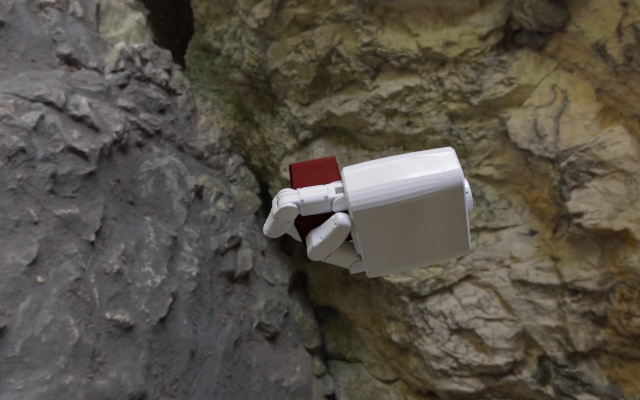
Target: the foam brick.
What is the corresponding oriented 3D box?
[{"bbox_3d":[0.000,0.001,0.495,0.051,0.078,0.053,-13,-39,6],"label":"foam brick"}]
